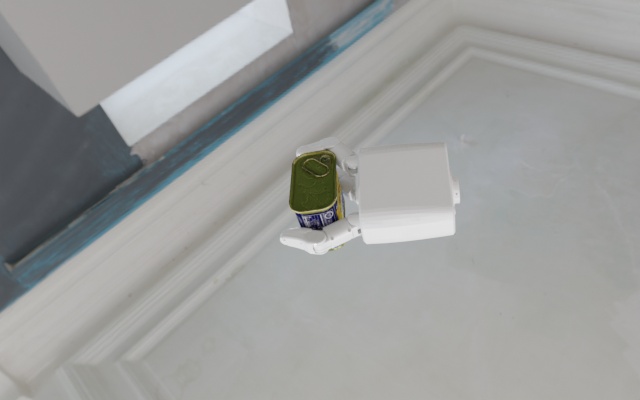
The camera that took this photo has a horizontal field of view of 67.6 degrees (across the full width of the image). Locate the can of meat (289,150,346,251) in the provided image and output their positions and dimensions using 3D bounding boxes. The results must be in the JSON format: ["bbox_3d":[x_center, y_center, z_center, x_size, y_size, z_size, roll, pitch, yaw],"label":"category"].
[{"bbox_3d":[0.000,0.002,0.604,0.057,0.102,0.084,-8,-43,10],"label":"can of meat"}]
